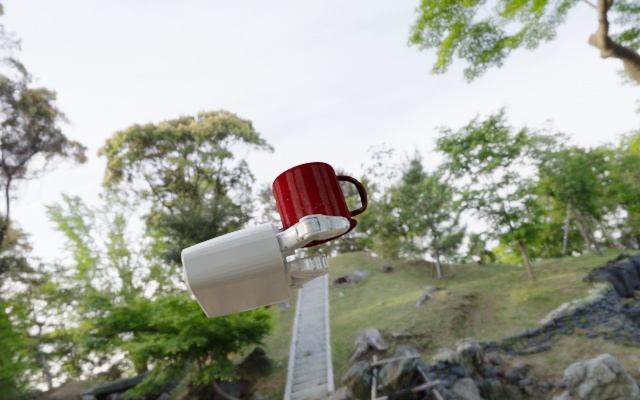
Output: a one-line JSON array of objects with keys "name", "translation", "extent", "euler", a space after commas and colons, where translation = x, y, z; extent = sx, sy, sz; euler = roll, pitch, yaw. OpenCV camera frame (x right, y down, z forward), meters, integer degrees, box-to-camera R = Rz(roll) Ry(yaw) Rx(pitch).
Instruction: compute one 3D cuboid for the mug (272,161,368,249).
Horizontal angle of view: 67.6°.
[{"name": "mug", "translation": [0.001, 0.001, 0.585], "extent": [0.117, 0.081, 0.093], "euler": [-15, -18, -8]}]
